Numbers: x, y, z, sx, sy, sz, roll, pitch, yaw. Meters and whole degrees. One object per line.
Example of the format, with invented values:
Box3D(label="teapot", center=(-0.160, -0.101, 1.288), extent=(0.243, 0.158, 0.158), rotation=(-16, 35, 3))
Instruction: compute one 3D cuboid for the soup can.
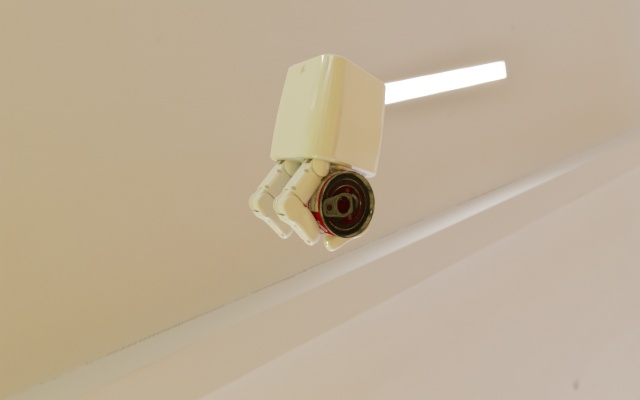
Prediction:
Box3D(label="soup can", center=(0.000, 0.002, 0.518), extent=(0.068, 0.068, 0.102), rotation=(0, 3, -34))
